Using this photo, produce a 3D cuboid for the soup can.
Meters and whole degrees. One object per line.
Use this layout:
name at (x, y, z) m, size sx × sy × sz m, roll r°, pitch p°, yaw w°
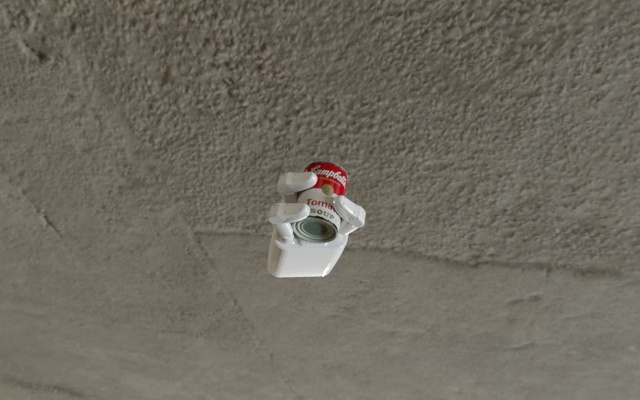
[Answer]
soup can at (0.000, 0.002, 0.695) m, size 0.068 × 0.102 × 0.069 m, roll 8°, pitch -36°, yaw 6°
